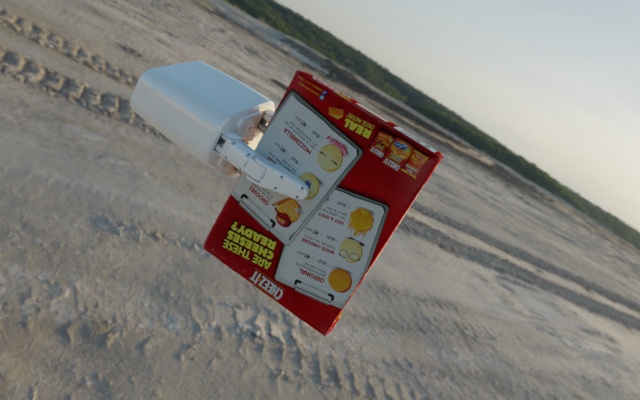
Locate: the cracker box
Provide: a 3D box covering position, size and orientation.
[{"bbox_3d":[0.000,0.002,0.498,0.164,0.214,0.072,34,15,12],"label":"cracker box"}]
